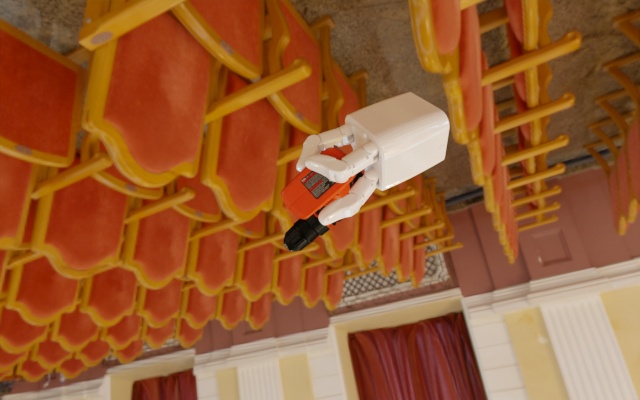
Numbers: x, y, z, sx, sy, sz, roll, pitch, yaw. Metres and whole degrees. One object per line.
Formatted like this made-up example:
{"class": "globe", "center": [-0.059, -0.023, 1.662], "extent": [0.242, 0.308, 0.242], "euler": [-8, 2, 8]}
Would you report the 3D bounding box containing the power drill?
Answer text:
{"class": "power drill", "center": [0.000, 0.002, 0.714], "extent": [0.184, 0.057, 0.188], "euler": [-44, -13, 0]}
